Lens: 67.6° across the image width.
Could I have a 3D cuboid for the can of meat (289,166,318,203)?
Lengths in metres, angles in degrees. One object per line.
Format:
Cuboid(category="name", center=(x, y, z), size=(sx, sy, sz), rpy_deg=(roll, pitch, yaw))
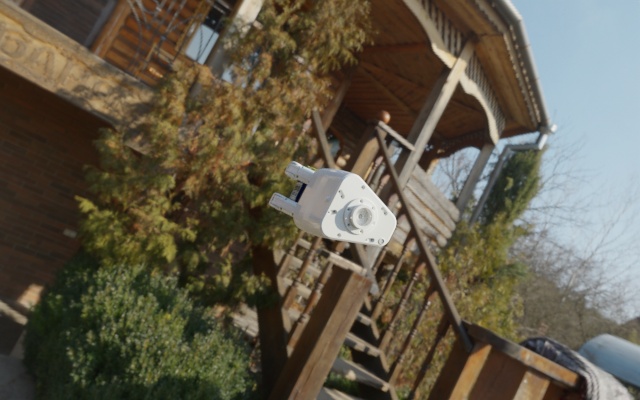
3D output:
Cuboid(category="can of meat", center=(0.000, 0.002, 0.776), size=(0.102, 0.084, 0.057), rpy_deg=(29, -5, -18))
